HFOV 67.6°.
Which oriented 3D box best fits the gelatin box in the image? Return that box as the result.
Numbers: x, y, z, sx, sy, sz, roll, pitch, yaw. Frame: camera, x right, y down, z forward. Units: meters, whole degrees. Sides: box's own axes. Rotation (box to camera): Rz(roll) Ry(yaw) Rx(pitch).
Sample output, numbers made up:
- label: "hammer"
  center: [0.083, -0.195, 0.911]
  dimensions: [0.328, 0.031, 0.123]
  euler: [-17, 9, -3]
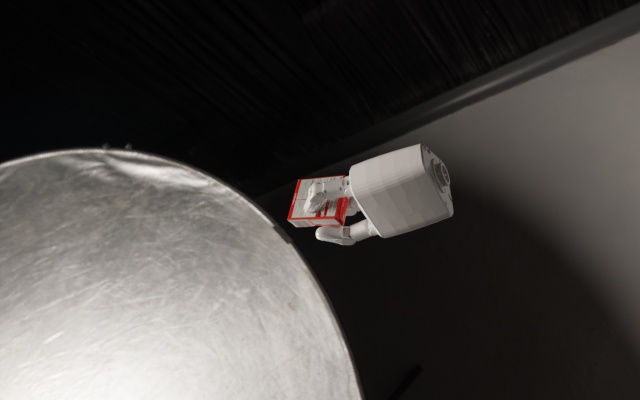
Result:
- label: "gelatin box"
  center: [0.000, 0.002, 0.732]
  dimensions: [0.089, 0.073, 0.030]
  euler: [-4, -30, 31]
